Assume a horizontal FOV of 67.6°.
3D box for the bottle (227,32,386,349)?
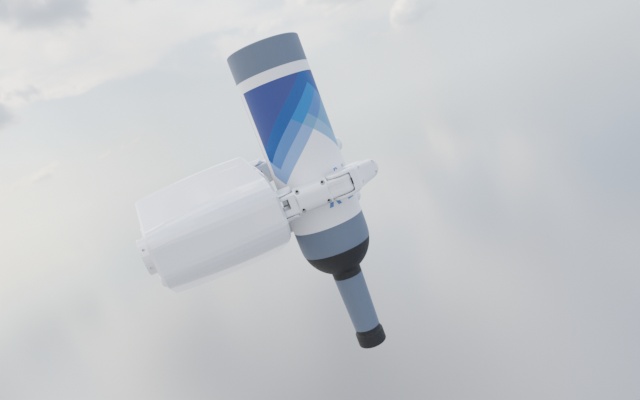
[{"bbox_3d":[0.000,0.001,0.442,0.069,0.296,0.069,-20,10,3],"label":"bottle"}]
